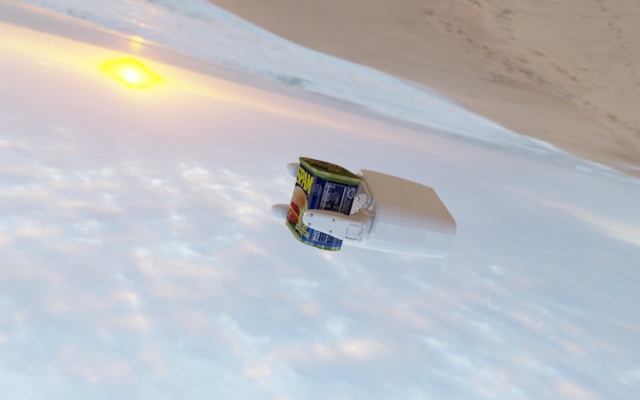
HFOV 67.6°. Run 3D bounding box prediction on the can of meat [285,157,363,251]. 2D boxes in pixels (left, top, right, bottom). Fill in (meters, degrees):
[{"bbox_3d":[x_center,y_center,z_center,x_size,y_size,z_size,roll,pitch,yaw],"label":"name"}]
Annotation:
[{"bbox_3d":[0.000,0.002,0.548,0.057,0.084,0.102,11,11,-18],"label":"can of meat"}]
